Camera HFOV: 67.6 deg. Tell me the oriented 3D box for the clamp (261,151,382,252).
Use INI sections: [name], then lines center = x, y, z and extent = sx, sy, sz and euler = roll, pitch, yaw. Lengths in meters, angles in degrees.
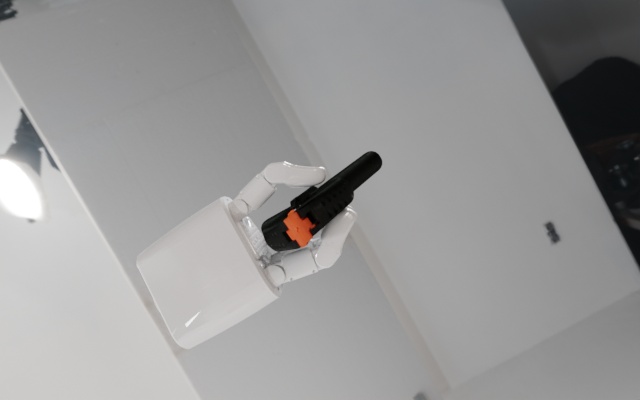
[clamp]
center = -0.001, 0.001, 0.474
extent = 0.164, 0.036, 0.210
euler = -35, 4, 3
